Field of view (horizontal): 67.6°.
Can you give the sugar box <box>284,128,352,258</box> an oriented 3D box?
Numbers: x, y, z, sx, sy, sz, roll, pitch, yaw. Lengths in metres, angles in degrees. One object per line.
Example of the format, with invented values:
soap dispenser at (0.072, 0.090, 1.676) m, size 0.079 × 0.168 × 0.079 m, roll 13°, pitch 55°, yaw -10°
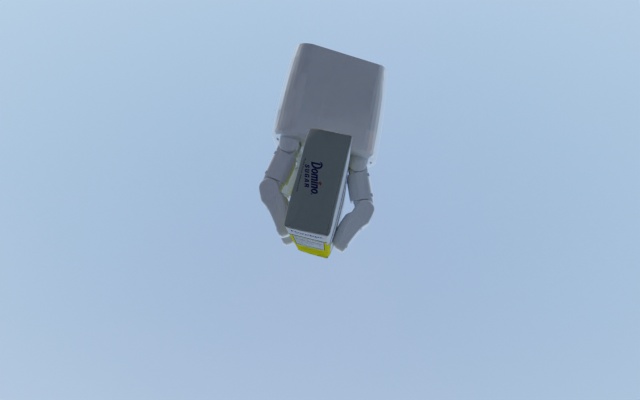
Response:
sugar box at (0.000, 0.001, 0.486) m, size 0.048 × 0.093 × 0.176 m, roll 12°, pitch -13°, yaw 6°
